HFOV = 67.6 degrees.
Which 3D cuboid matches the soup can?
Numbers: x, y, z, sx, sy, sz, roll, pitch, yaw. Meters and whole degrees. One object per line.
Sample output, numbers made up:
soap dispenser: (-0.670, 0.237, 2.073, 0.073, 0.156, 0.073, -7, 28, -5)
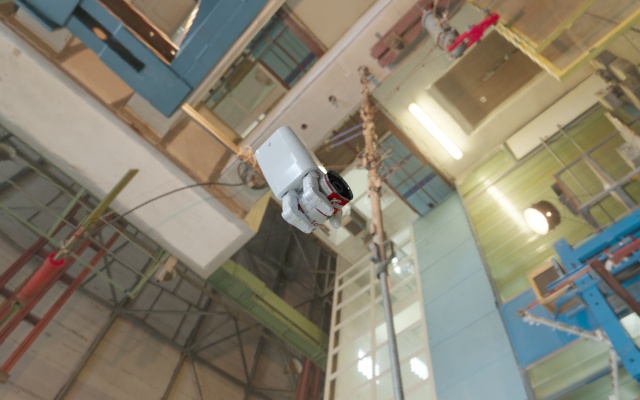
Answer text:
soup can: (0.000, 0.003, 0.867, 0.102, 0.068, 0.068, -41, -19, 24)
